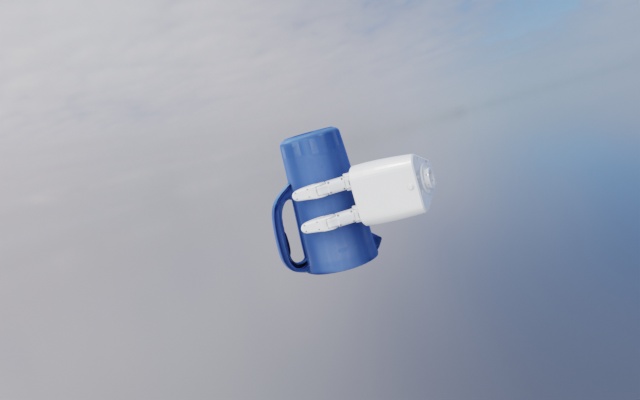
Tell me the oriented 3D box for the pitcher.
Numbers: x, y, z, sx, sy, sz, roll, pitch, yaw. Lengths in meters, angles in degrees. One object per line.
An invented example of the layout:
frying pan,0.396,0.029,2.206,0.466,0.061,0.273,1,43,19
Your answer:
pitcher,0.000,0.003,0.837,0.145,0.243,0.149,-12,7,29
